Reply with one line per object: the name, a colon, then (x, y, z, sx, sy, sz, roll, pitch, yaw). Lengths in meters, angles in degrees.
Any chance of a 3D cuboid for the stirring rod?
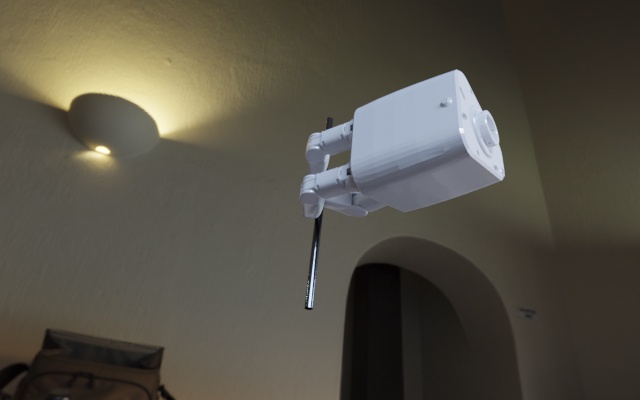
stirring rod: (0.000, 0.002, 0.516, 0.011, 0.239, 0.011, 5, -33, 3)
